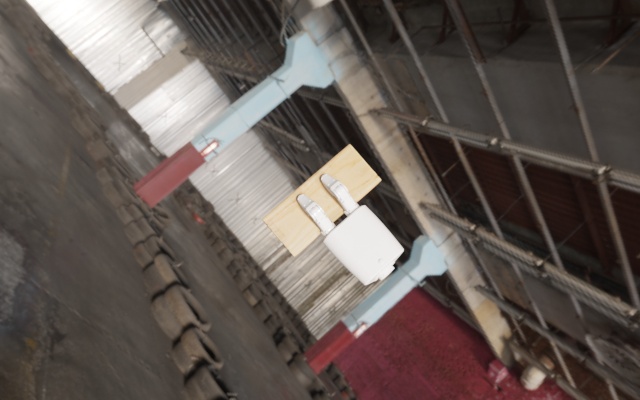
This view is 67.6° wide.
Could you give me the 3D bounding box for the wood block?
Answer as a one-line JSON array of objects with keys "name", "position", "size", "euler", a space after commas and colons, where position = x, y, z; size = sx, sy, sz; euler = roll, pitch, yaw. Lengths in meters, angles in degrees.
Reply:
[{"name": "wood block", "position": [0.000, 0.003, 0.881], "size": [0.206, 0.090, 0.091], "euler": [-41, -3, -8]}]
